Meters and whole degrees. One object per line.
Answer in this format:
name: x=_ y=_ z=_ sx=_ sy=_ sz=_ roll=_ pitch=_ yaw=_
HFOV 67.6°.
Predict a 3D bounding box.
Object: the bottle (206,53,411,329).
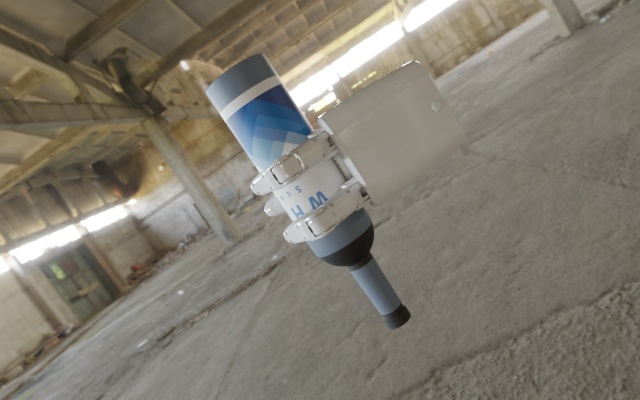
bottle: x=0.000 y=0.001 z=0.470 sx=0.069 sy=0.296 sz=0.069 roll=-33 pitch=7 yaw=5
